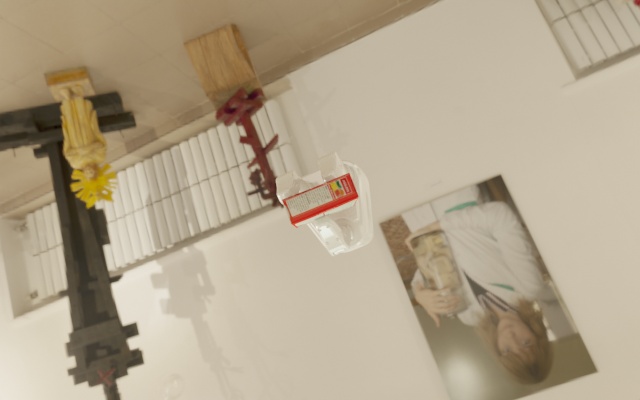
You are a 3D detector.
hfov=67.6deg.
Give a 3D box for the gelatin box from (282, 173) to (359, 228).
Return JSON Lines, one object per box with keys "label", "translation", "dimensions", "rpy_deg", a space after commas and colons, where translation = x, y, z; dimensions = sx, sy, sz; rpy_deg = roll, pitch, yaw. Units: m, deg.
{"label": "gelatin box", "translation": [0.000, 0.002, 0.512], "dimensions": [0.073, 0.030, 0.089], "rpy_deg": [-22, -5, -1]}
